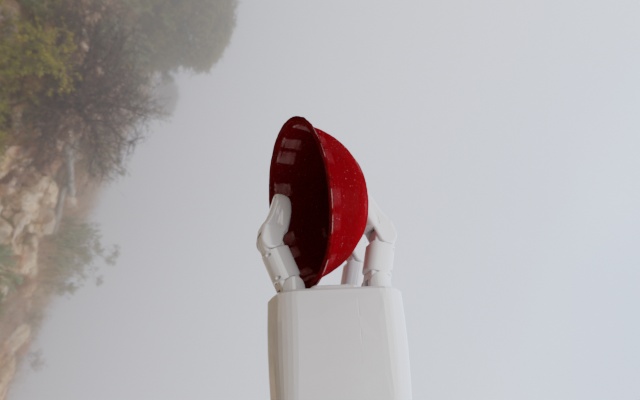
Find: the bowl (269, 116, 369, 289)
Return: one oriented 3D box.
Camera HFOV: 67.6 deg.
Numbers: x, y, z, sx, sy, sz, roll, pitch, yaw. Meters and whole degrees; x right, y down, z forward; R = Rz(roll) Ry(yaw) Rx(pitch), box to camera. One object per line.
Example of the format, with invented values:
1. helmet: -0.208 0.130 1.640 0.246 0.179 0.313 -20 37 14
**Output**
1. bowl: 0.000 0.000 0.456 0.055 0.162 0.162 -4 1 -24
